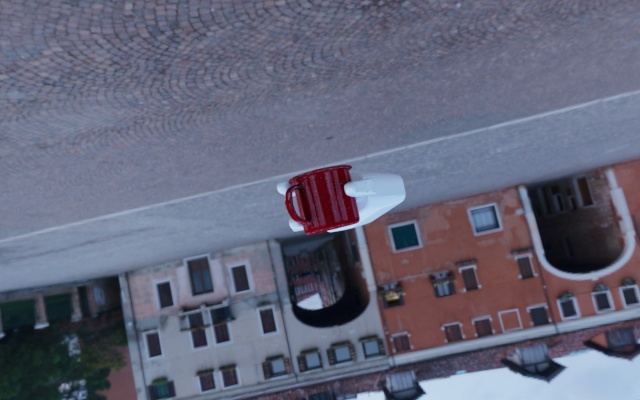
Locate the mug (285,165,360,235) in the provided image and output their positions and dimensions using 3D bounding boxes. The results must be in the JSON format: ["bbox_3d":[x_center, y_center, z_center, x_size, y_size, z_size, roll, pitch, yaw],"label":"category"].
[{"bbox_3d":[-0.001,0.003,0.667,0.117,0.081,0.093,-8,-8,-45],"label":"mug"}]
